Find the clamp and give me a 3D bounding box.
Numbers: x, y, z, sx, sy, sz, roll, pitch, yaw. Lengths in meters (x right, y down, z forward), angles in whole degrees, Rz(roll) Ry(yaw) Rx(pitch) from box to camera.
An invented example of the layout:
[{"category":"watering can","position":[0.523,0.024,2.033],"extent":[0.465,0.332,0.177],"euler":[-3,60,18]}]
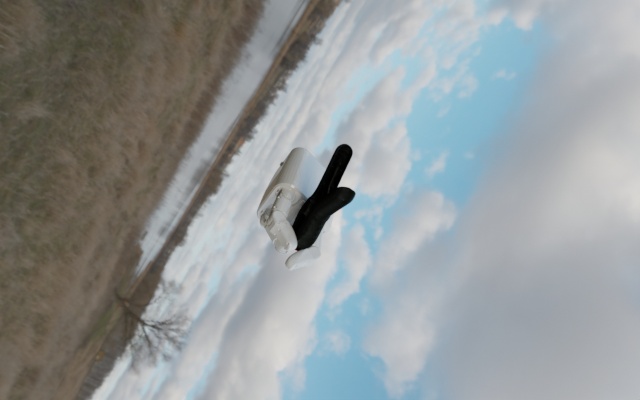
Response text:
[{"category":"clamp","position":[0.001,0.003,0.669],"extent":[0.039,0.120,0.171],"euler":[31,-50,-13]}]
